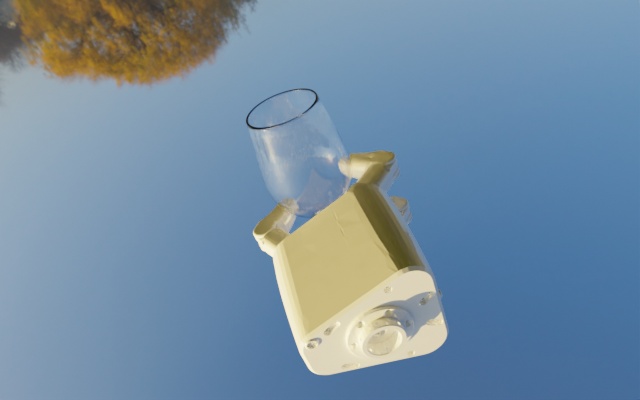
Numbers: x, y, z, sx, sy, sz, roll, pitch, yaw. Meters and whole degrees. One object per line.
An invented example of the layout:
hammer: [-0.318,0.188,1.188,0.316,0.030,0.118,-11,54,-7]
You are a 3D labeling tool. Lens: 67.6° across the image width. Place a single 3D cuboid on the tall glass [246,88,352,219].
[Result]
tall glass: [0.000,0.002,0.438,0.079,0.201,0.079,-15,35,11]
